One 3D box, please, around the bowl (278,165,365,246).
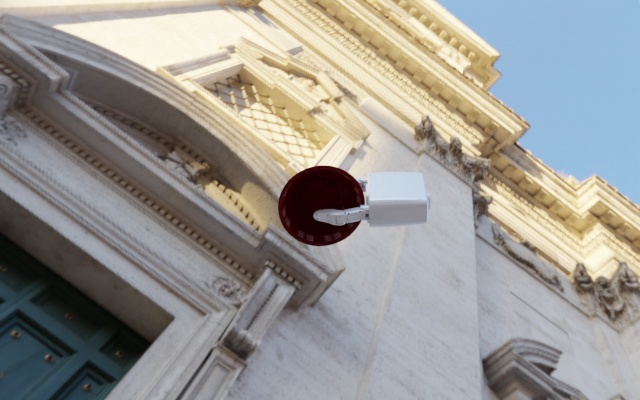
[{"bbox_3d":[-0.001,0.003,0.899,0.162,0.162,0.055,0,22,-7],"label":"bowl"}]
